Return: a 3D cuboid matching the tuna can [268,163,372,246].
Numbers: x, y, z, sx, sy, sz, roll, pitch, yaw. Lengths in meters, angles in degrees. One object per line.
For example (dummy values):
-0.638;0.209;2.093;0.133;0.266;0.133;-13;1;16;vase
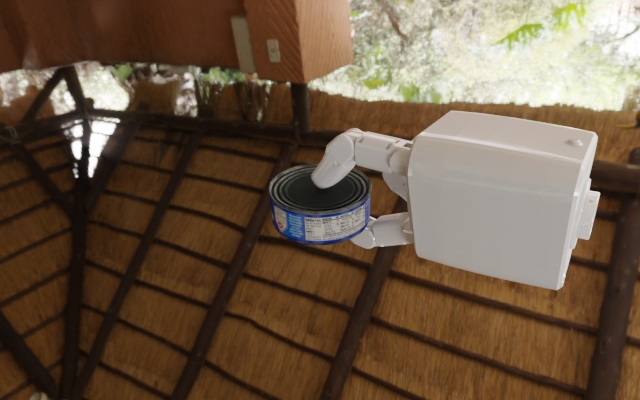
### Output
0.000;0.002;0.406;0.086;0.034;0.086;-2;30;1;tuna can
